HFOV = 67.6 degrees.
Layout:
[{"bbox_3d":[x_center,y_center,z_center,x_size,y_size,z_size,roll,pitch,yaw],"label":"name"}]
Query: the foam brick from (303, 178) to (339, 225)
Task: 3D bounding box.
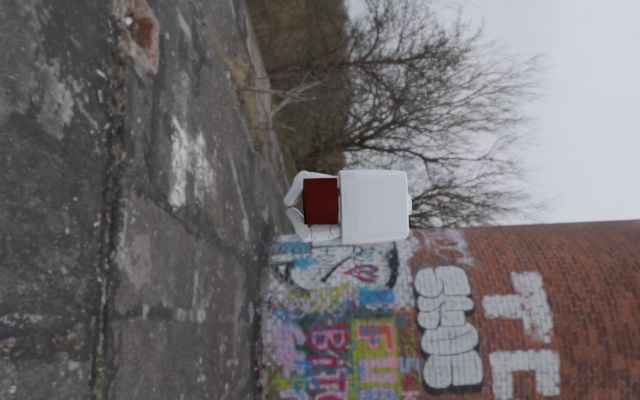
[{"bbox_3d":[0.000,0.002,0.717,0.051,0.053,0.078,-1,-16,-1],"label":"foam brick"}]
